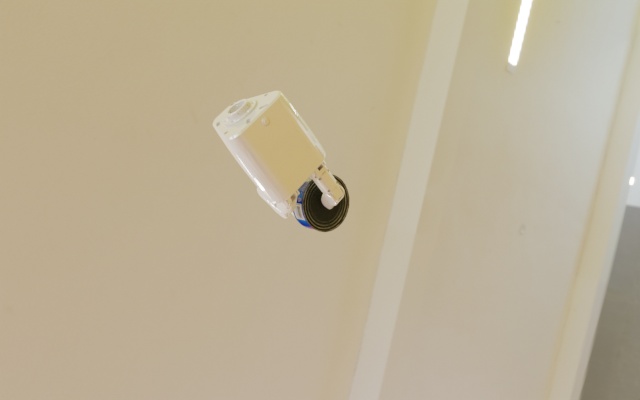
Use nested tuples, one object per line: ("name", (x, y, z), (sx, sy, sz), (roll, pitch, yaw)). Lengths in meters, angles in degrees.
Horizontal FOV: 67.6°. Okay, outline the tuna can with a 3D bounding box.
("tuna can", (0.000, 0.002, 0.709), (0.086, 0.086, 0.034), (0, 5, -37))
